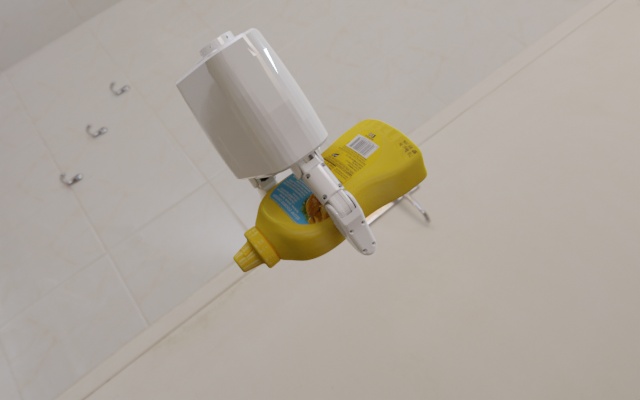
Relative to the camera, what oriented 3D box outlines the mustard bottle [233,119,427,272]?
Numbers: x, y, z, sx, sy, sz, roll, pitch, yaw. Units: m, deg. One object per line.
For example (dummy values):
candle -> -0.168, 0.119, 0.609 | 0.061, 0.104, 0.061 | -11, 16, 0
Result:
mustard bottle -> 0.000, 0.002, 0.450 | 0.191, 0.058, 0.096 | -37, 44, -11
